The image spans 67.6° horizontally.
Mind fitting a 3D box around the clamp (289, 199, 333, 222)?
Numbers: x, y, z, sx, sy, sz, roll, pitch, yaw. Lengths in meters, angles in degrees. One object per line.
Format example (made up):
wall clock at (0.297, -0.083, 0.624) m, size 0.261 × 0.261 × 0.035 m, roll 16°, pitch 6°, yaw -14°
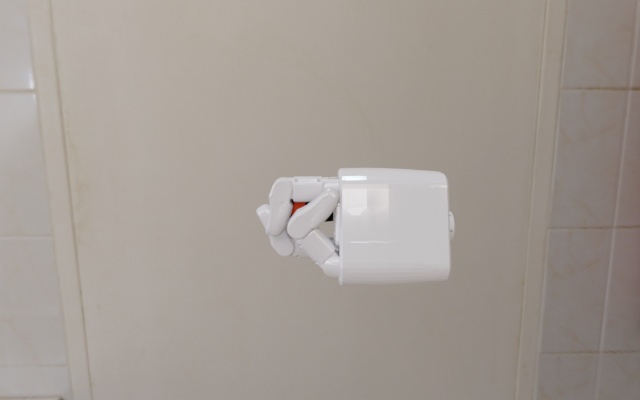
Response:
clamp at (0.000, 0.001, 0.568) m, size 0.120 × 0.039 × 0.171 m, roll 0°, pitch 11°, yaw 0°
